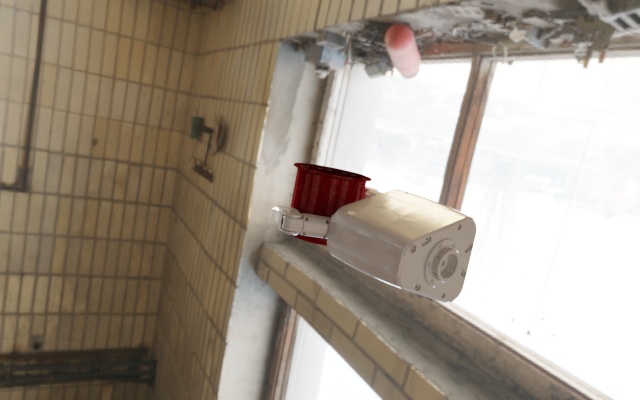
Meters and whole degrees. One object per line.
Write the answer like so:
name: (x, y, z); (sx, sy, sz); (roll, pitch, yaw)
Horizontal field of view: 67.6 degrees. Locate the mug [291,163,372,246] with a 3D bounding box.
mug: (-0.001, 0.002, 0.570); (0.093, 0.081, 0.117); (5, 11, -37)
